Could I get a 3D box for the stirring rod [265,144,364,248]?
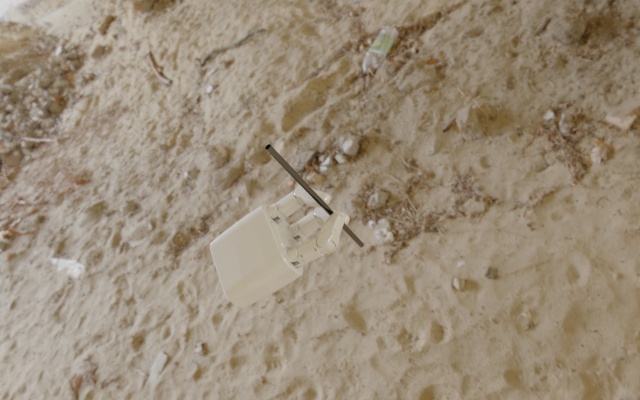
[{"bbox_3d":[0.000,0.002,0.644,0.011,0.011,0.240,0,-33,38],"label":"stirring rod"}]
